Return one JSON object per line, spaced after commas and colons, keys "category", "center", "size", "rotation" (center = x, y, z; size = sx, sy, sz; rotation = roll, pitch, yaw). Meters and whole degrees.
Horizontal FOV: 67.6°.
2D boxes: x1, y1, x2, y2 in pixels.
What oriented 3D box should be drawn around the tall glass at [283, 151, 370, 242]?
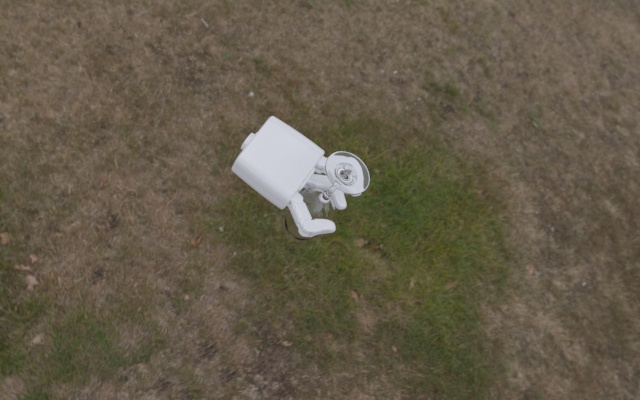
{"category": "tall glass", "center": [0.000, 0.002, 0.789], "size": [0.079, 0.079, 0.201], "rotation": [0, -27, -27]}
